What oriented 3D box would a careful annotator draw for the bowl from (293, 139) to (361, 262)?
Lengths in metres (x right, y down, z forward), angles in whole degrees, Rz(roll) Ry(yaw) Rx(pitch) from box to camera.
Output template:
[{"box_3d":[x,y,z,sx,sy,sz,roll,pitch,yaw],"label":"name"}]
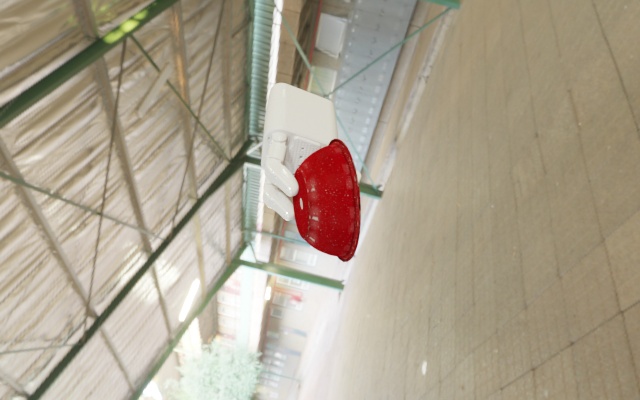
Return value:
[{"box_3d":[0.000,0.003,0.617,0.055,0.162,0.162,-5,1,-16],"label":"bowl"}]
